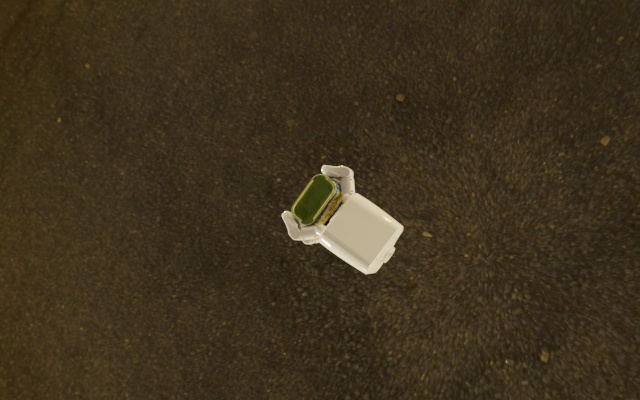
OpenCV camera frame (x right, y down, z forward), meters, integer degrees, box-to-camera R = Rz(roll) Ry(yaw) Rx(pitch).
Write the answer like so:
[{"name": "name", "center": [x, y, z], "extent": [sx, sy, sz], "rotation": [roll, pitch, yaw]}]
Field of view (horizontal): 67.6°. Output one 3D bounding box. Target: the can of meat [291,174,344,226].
[{"name": "can of meat", "center": [0.000, 0.003, 0.899], "extent": [0.057, 0.102, 0.084], "rotation": [37, 6, 19]}]
